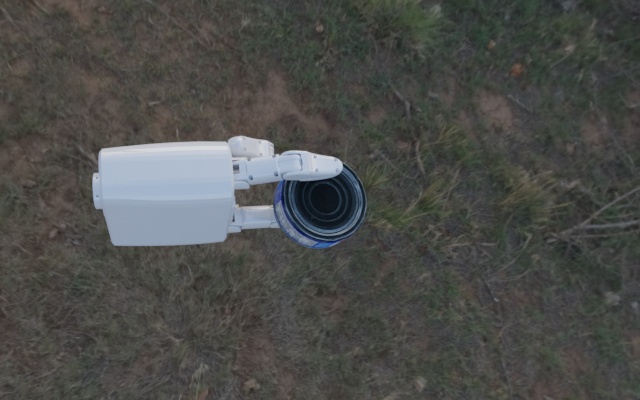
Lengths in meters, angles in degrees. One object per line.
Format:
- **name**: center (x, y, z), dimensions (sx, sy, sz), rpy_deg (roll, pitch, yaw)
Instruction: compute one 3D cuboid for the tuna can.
- **tuna can**: center (0.000, 0.001, 0.456), dimensions (0.086, 0.086, 0.034), rpy_deg (0, -16, -20)
